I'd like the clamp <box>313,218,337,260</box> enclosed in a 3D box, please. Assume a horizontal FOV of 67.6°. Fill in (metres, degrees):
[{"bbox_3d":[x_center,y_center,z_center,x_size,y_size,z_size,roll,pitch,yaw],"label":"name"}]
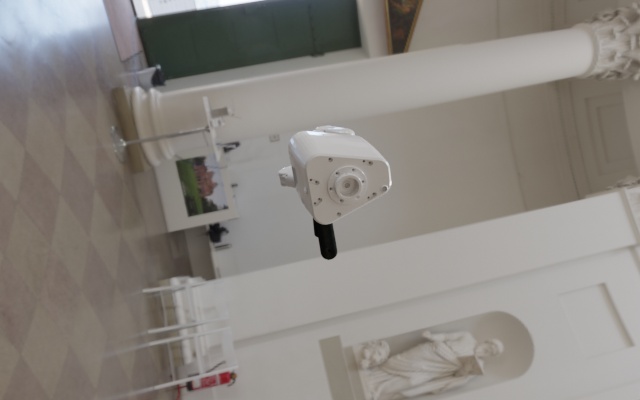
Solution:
[{"bbox_3d":[0.001,0.002,0.721,0.039,0.171,0.120,-13,23,-9],"label":"clamp"}]
